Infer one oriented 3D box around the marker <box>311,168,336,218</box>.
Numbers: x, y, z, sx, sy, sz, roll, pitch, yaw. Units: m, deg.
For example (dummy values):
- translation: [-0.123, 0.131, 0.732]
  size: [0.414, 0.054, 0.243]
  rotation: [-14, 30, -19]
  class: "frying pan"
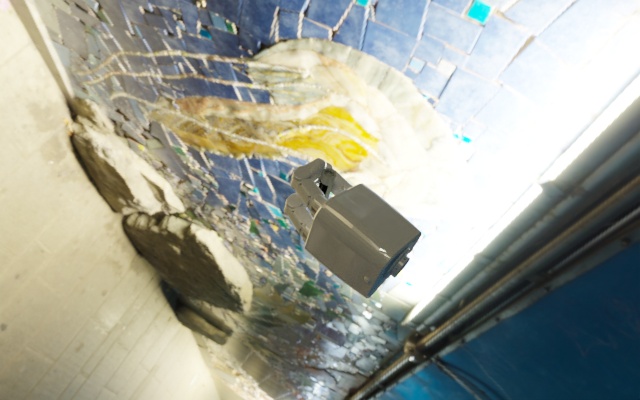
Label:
- translation: [0.000, 0.002, 0.669]
  size: [0.020, 0.020, 0.121]
  rotation: [0, -39, -15]
  class: "marker"
